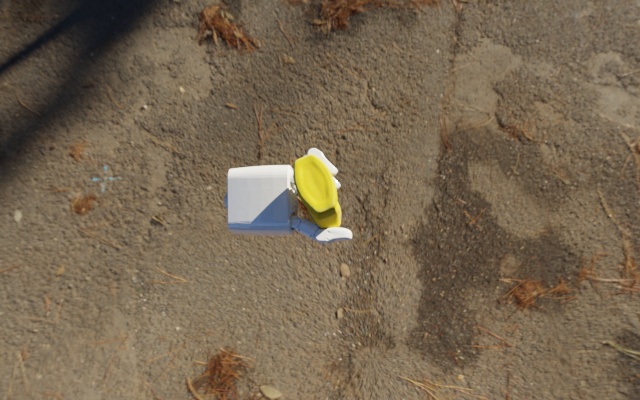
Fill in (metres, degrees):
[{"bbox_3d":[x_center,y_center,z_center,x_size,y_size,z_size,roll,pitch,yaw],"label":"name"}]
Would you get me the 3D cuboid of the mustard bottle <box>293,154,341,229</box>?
[{"bbox_3d":[0.000,0.002,0.792,0.058,0.096,0.192,-24,-19,-2],"label":"mustard bottle"}]
